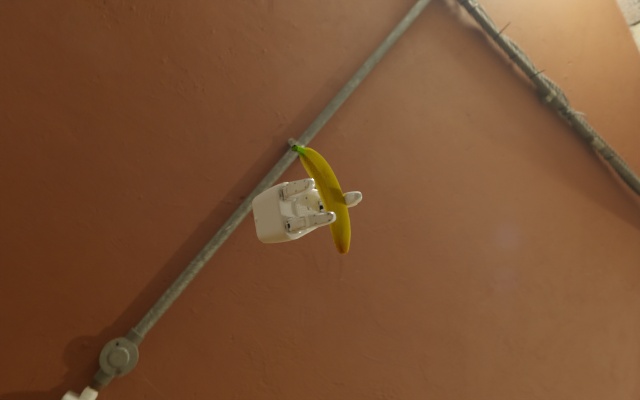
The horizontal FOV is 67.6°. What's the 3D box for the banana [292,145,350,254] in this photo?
[{"bbox_3d":[0.009,-0.008,0.791,0.037,0.198,0.069,-17,14,41],"label":"banana"}]
